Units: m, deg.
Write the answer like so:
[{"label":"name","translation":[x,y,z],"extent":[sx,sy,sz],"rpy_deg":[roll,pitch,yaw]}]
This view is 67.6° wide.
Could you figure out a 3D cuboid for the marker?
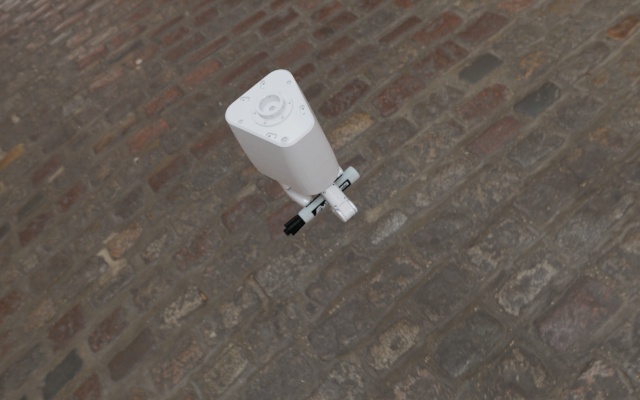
[{"label":"marker","translation":[0.000,0.002,0.613],"extent":[0.121,0.020,0.020],"rpy_deg":[-41,6,-7]}]
